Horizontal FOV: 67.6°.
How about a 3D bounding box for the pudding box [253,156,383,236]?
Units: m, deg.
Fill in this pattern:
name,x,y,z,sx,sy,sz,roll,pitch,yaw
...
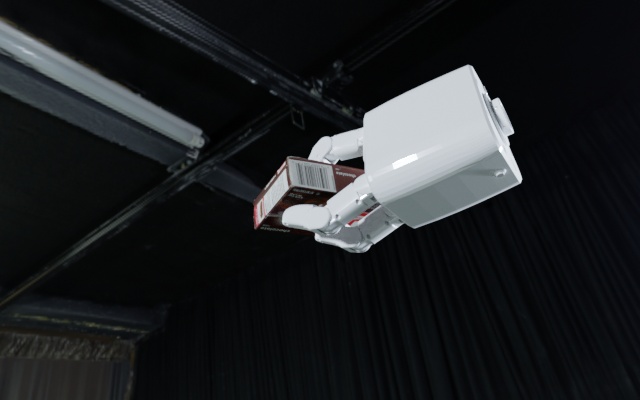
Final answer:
name,x,y,z,sx,sy,sz,roll,pitch,yaw
pudding box,0.000,0.001,0.484,0.113,0.039,0.090,10,-34,-26
